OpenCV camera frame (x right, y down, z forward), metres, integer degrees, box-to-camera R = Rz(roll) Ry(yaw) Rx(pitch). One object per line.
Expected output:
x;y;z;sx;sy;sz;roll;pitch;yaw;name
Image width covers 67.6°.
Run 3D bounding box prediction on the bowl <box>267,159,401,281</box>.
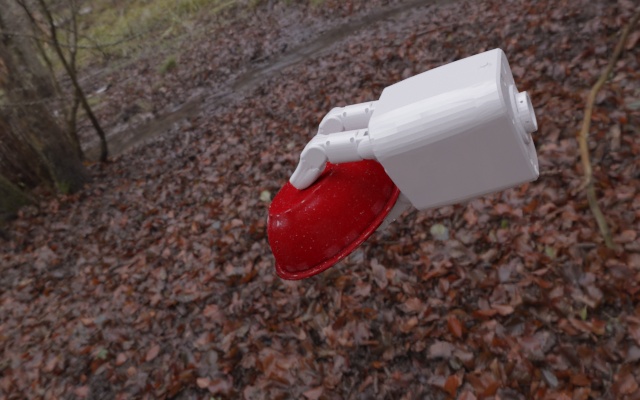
-0.001;0.002;0.478;0.162;0.055;0.162;-36;20;15;bowl
